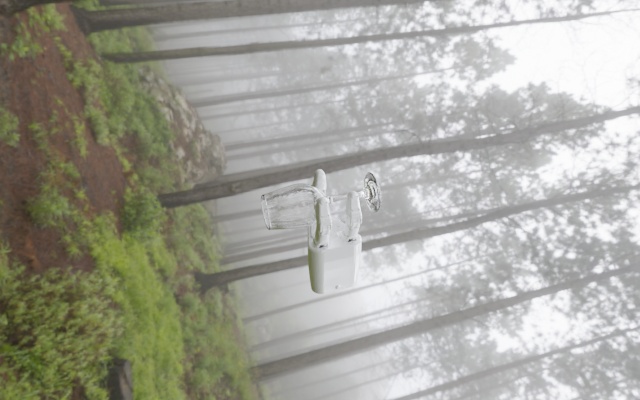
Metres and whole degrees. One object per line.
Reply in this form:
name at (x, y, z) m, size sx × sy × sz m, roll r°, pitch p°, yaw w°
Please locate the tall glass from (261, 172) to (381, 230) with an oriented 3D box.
tall glass at (0.001, 0.002, 0.841) m, size 0.201 × 0.079 × 0.079 m, roll -10°, pitch 3°, yaw -16°
